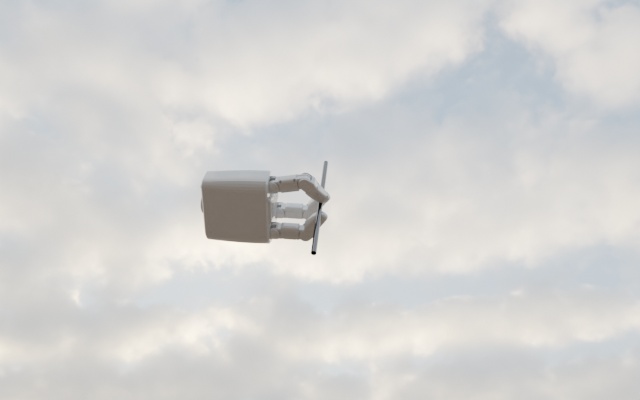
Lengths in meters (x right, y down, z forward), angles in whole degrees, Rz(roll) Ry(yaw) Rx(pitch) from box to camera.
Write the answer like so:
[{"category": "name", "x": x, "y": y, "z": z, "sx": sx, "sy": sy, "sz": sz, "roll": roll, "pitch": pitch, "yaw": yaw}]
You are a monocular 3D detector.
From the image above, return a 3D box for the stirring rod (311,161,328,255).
[{"category": "stirring rod", "x": 0.000, "y": 0.002, "z": 0.757, "sx": 0.011, "sy": 0.011, "sz": 0.239, "roll": 0, "pitch": 36, "yaw": 6}]
